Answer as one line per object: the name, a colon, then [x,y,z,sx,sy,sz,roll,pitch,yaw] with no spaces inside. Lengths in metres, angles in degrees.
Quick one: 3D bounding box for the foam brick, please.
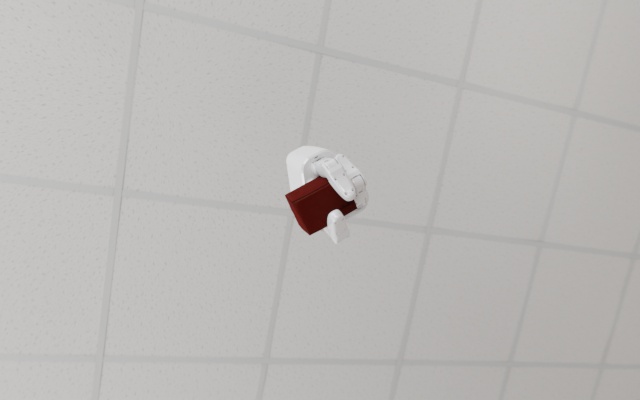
foam brick: [0.000,0.002,0.643,0.078,0.053,0.051,-28,19,-11]
